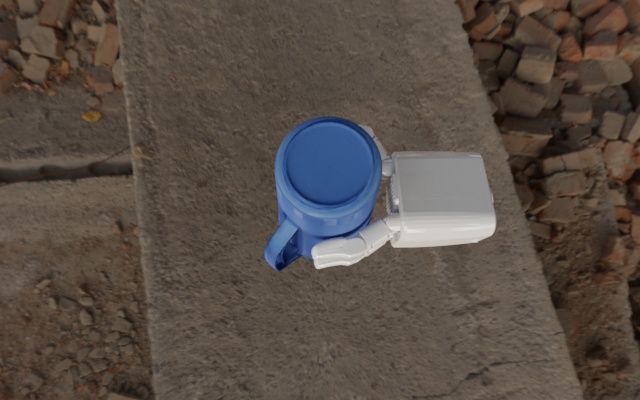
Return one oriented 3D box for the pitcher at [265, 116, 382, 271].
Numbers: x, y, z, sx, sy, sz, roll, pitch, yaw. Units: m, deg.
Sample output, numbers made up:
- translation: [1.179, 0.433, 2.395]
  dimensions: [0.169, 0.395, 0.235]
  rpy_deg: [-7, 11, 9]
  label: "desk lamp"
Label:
- translation: [0.000, 0.002, 0.580]
  dimensions: [0.145, 0.149, 0.243]
  rpy_deg: [-1, -14, -1]
  label: "pitcher"
